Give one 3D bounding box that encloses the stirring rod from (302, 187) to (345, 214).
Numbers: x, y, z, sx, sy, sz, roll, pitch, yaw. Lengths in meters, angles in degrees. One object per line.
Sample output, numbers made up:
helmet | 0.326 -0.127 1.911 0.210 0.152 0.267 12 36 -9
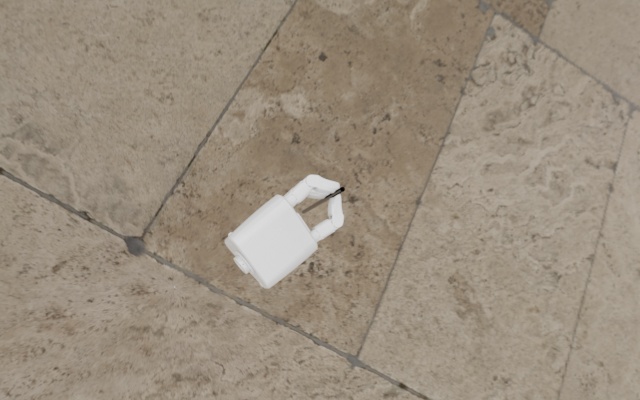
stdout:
stirring rod | 0.000 0.003 0.866 0.011 0.011 0.239 0 -10 -17
